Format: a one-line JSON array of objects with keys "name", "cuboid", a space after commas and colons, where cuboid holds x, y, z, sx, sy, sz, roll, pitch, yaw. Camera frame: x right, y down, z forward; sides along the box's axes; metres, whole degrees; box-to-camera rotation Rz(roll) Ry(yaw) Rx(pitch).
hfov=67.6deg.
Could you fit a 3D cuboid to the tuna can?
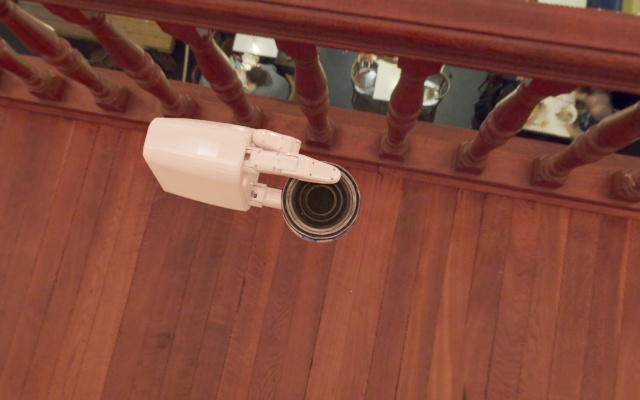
[{"name": "tuna can", "cuboid": [0.000, 0.002, 0.511, 0.086, 0.086, 0.034, 0, -9, -2]}]
